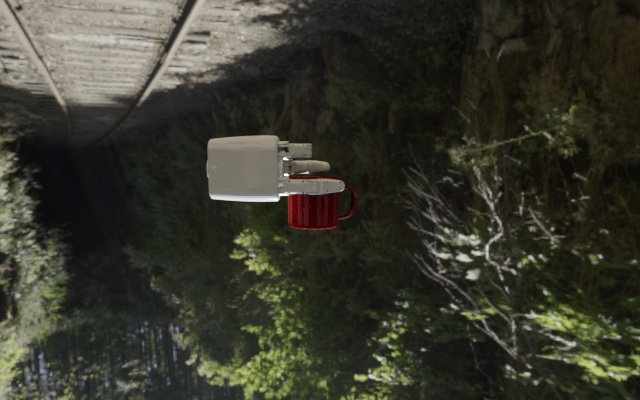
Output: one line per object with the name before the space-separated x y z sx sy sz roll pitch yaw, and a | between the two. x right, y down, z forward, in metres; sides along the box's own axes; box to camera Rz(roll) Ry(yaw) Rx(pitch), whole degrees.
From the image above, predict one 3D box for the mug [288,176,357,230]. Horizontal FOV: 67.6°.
mug | 0.002 0.003 0.777 0.117 0.081 0.093 0 4 1
